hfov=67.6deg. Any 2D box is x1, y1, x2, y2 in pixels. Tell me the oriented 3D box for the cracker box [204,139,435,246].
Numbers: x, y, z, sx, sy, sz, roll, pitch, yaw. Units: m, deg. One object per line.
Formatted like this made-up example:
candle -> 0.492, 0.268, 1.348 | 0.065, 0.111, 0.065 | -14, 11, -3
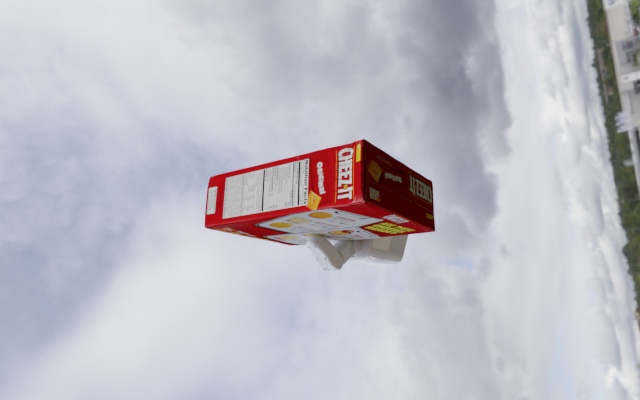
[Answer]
cracker box -> 0.000, 0.002, 0.553 | 0.214, 0.072, 0.164 | -10, -18, 34
